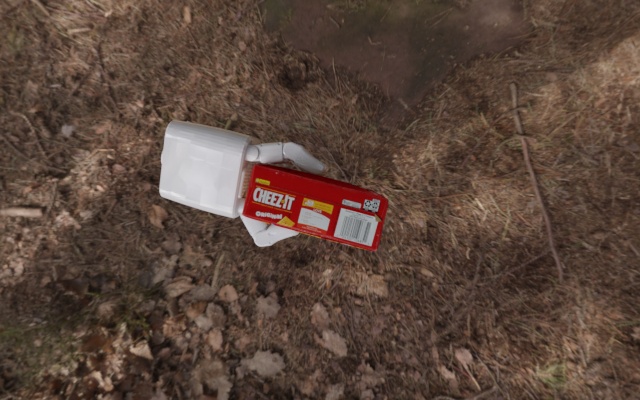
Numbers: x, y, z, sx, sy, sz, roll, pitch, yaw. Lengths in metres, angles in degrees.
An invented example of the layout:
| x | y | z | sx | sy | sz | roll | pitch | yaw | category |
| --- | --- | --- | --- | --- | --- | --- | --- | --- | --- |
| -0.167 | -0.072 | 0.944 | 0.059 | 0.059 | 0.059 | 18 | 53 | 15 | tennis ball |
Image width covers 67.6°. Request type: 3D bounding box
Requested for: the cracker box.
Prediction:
| x | y | z | sx | sy | sz | roll | pitch | yaw | category |
| --- | --- | --- | --- | --- | --- | --- | --- | --- | --- |
| 0.000 | 0.002 | 0.648 | 0.164 | 0.072 | 0.213 | 14 | 4 | 3 | cracker box |
